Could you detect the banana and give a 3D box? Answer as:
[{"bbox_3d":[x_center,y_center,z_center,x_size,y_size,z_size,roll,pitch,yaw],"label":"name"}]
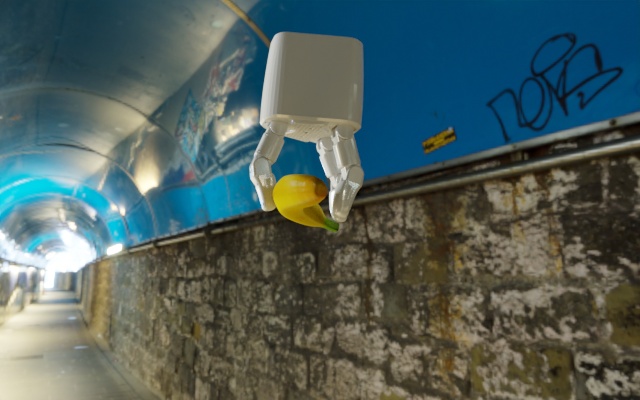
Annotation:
[{"bbox_3d":[-0.018,0.000,0.511,0.069,0.037,0.198,8,-10,8],"label":"banana"}]
